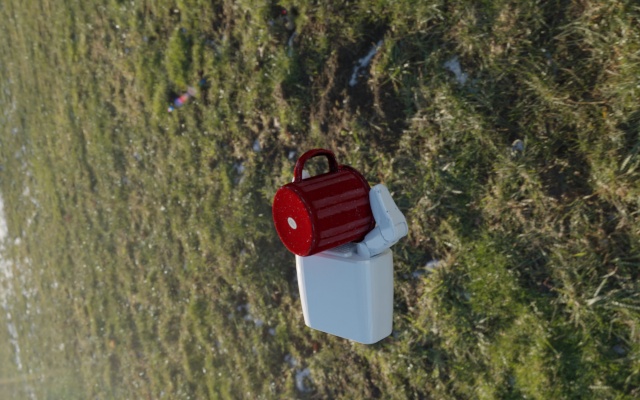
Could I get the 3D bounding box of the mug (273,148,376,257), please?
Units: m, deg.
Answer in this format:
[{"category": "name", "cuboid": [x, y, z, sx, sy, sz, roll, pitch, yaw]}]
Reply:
[{"category": "mug", "cuboid": [0.000, 0.000, 0.523, 0.081, 0.117, 0.093, -17, 18, -35]}]
